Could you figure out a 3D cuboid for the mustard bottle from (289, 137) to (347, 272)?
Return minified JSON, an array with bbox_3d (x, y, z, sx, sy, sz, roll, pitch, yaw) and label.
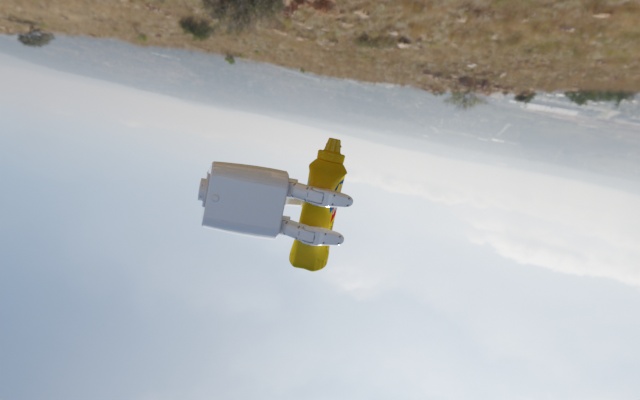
[{"bbox_3d":[0.000,0.003,0.707,0.058,0.191,0.096,13,8,8],"label":"mustard bottle"}]
